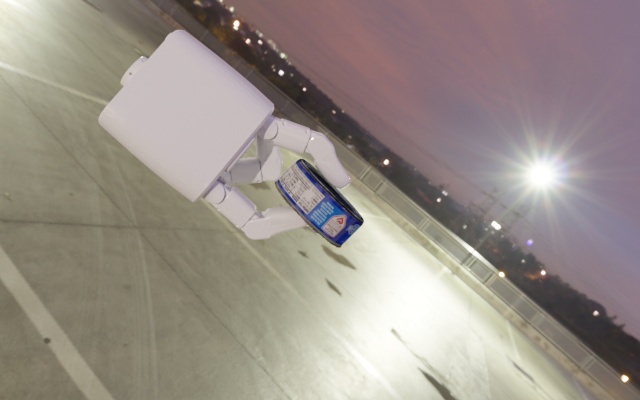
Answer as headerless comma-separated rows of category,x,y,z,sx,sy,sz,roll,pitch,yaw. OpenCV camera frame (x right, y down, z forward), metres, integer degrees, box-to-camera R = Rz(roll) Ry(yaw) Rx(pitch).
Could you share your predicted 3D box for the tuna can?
tuna can,0.001,0.001,0.440,0.086,0.034,0.086,44,6,-6
